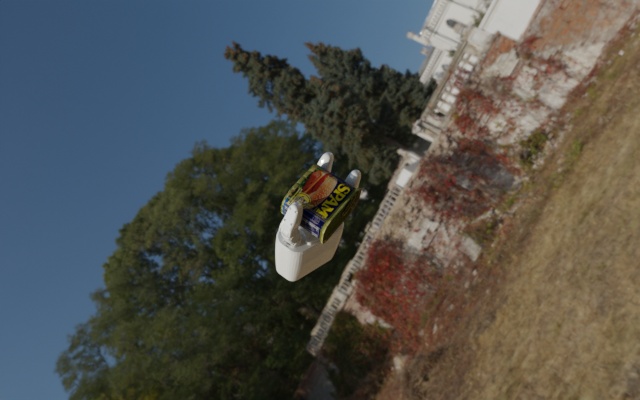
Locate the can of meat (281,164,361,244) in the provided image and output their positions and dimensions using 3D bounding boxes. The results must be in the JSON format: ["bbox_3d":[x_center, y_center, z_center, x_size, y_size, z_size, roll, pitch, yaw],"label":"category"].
[{"bbox_3d":[0.000,0.002,0.742,0.084,0.102,0.057,33,-30,16],"label":"can of meat"}]
